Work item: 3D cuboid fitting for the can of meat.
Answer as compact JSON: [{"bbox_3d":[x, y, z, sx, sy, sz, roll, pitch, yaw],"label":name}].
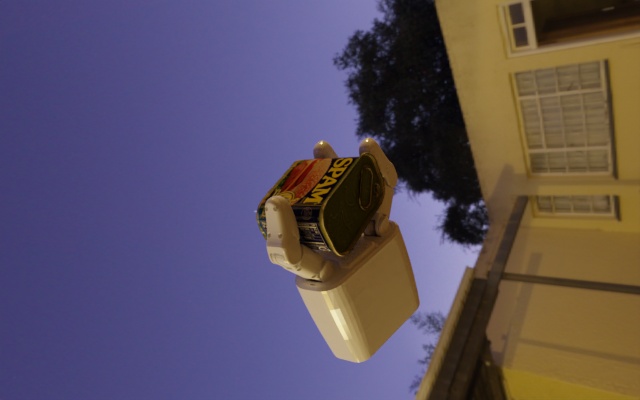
[{"bbox_3d":[0.000,0.001,0.452,0.084,0.057,0.102,1,39,38],"label":"can of meat"}]
